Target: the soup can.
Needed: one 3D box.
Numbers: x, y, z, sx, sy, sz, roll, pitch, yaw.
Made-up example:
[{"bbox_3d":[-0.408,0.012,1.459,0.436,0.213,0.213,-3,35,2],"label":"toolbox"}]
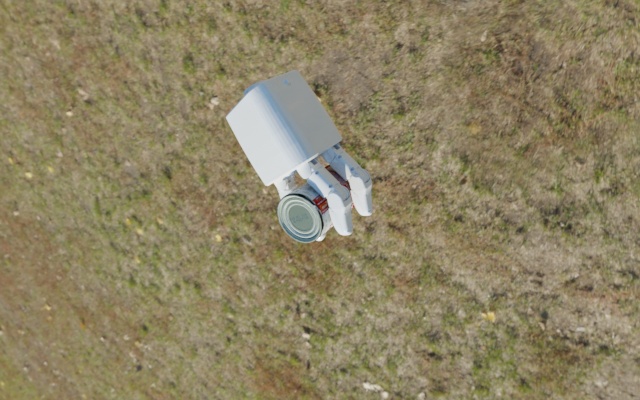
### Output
[{"bbox_3d":[0.000,0.003,0.612,0.068,0.068,0.102,0,24,34],"label":"soup can"}]
